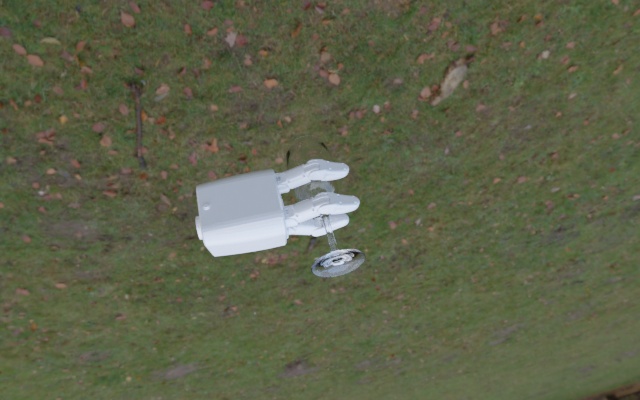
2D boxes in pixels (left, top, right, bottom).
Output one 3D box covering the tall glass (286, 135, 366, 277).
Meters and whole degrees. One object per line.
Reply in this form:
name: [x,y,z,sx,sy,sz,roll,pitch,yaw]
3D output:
tall glass: [0.000,0.003,0.678,0.079,0.201,0.079,-11,-32,-7]
